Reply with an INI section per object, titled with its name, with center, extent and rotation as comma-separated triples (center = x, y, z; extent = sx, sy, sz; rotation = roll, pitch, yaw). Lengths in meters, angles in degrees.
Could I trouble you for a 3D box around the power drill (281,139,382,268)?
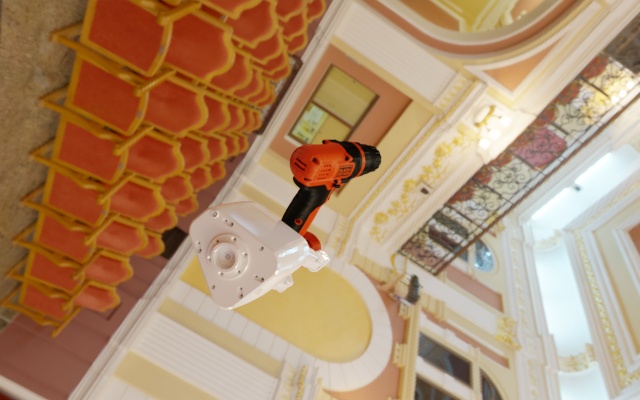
[power drill]
center = 0.000, 0.003, 0.663
extent = 0.057, 0.188, 0.184
rotation = 37, 25, 28
